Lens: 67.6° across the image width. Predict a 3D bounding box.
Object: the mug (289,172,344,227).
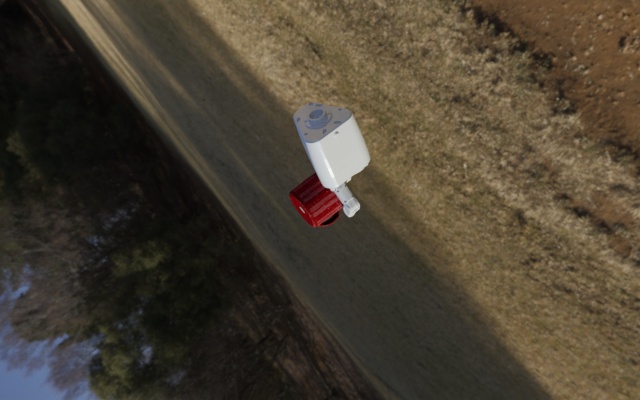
[{"bbox_3d":[0.000,0.004,0.890,0.081,0.117,0.093,-37,44,-12],"label":"mug"}]
